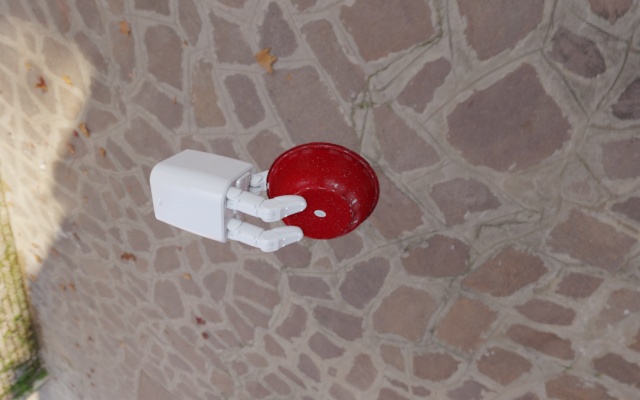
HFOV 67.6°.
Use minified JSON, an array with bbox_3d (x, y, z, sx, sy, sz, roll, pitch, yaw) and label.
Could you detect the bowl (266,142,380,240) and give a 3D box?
[{"bbox_3d":[0.001,0.002,0.653,0.162,0.162,0.055,0,39,7],"label":"bowl"}]
